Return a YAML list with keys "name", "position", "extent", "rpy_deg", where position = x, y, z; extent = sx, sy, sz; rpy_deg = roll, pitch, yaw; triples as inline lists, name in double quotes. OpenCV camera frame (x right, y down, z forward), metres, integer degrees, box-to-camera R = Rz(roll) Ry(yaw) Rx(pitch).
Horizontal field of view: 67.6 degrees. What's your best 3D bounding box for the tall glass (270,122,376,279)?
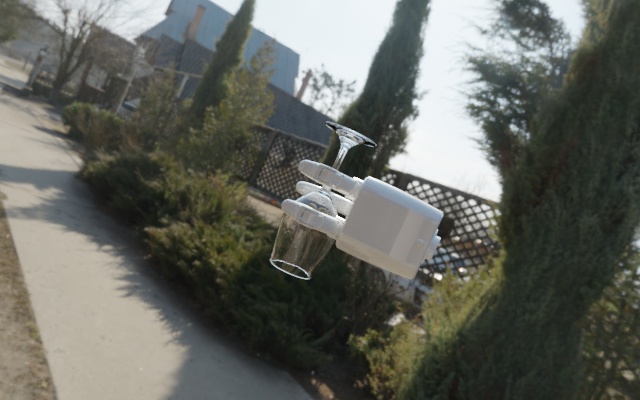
- name: "tall glass"
  position: [0.000, 0.001, 0.639]
  extent: [0.079, 0.201, 0.079]
  rpy_deg: [24, 2, -1]
